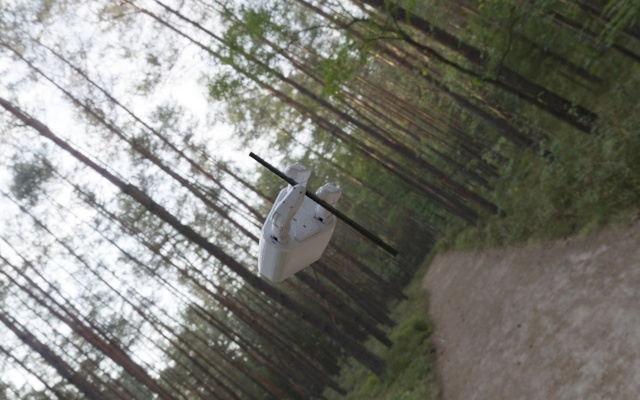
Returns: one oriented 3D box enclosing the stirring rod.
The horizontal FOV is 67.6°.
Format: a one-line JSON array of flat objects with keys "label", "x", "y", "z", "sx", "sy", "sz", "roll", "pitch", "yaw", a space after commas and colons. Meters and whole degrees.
[{"label": "stirring rod", "x": 0.000, "y": 0.002, "z": 0.630, "sx": 0.239, "sy": 0.011, "sz": 0.011, "roll": 34, "pitch": 9, "yaw": 13}]
